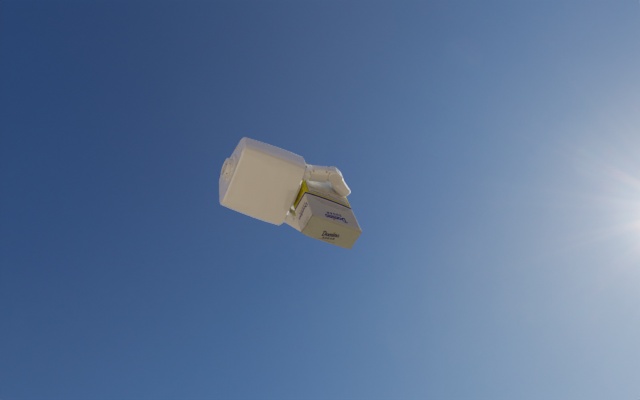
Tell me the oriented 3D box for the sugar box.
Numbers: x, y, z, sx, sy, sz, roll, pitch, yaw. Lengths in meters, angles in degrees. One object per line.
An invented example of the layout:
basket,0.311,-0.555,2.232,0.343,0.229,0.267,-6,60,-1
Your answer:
sugar box,0.000,0.003,0.798,0.093,0.048,0.176,20,29,-24
